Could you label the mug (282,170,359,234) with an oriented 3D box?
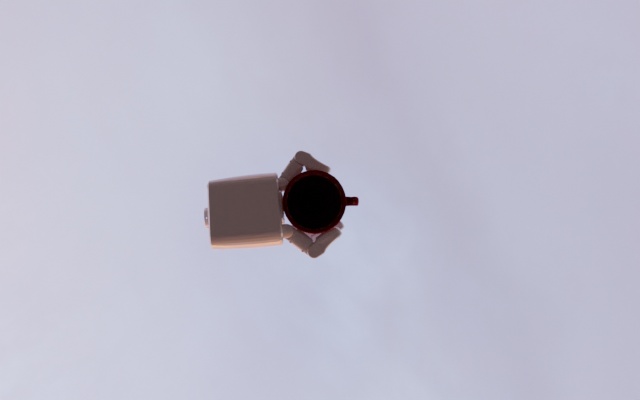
[{"bbox_3d":[0.002,0.002,0.732,0.117,0.093,0.081,-4,-2,-5],"label":"mug"}]
